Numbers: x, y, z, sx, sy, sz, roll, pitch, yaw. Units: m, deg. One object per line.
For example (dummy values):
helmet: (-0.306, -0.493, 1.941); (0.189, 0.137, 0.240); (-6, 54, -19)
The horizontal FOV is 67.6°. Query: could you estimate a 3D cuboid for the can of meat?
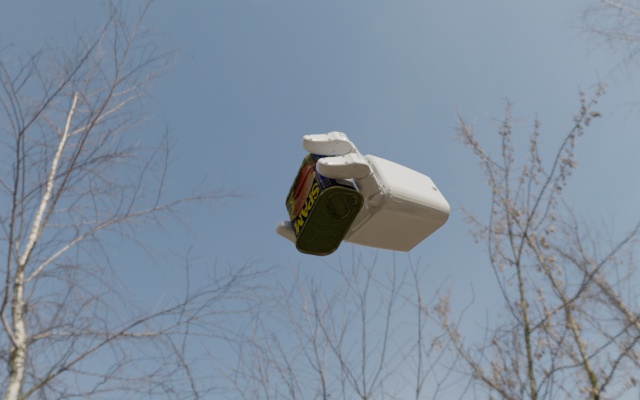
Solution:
can of meat: (0.000, 0.002, 0.585); (0.057, 0.102, 0.084); (12, 33, -26)
